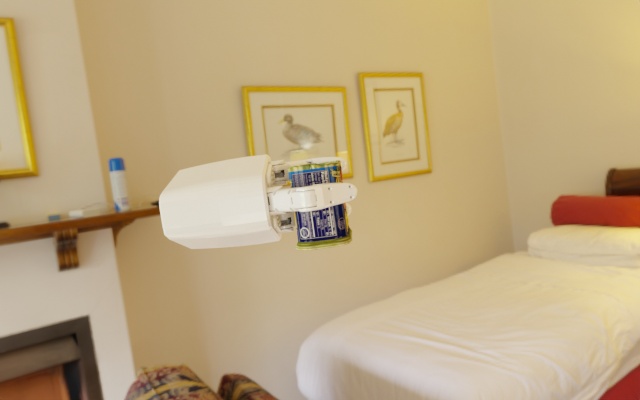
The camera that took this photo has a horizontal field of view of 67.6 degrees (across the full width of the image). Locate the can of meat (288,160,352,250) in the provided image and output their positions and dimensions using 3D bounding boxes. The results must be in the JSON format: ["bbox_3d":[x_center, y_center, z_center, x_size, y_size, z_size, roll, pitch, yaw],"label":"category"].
[{"bbox_3d":[0.000,0.001,0.511,0.057,0.084,0.102,-8,4,5],"label":"can of meat"}]
